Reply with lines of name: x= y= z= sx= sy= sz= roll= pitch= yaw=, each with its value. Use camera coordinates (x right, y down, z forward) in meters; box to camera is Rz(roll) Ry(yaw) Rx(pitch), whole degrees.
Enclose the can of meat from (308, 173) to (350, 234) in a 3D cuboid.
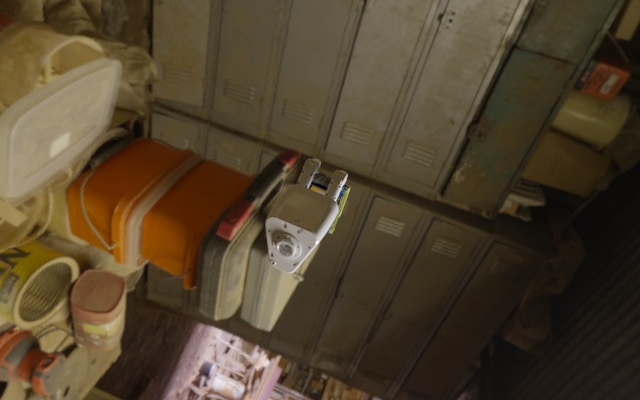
can of meat: x=0.000 y=0.003 z=0.895 sx=0.084 sy=0.102 sz=0.057 roll=22 pitch=31 yaw=7
